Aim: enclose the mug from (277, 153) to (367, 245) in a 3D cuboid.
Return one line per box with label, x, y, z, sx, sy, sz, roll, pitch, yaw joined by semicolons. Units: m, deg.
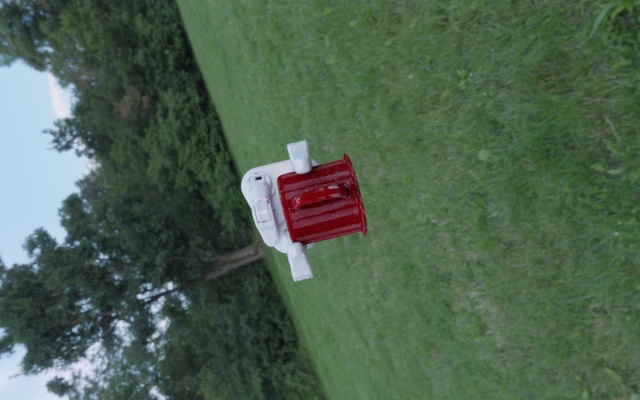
mug;0.000;0.002;0.512;0.081;0.093;0.117;-14;-4;-2
